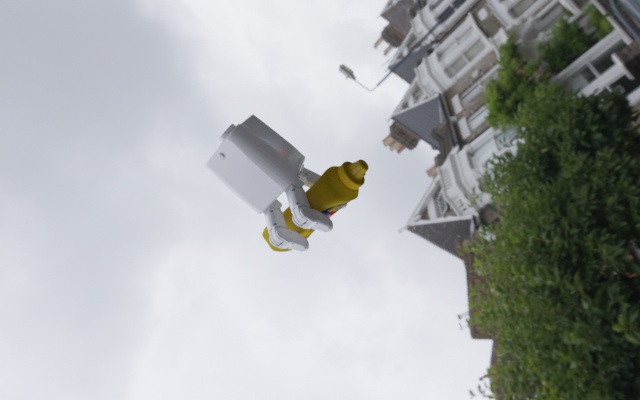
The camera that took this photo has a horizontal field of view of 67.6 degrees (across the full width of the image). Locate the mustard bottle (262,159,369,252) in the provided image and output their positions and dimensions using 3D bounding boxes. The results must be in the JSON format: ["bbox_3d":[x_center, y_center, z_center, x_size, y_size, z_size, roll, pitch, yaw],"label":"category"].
[{"bbox_3d":[0.000,0.003,0.700,0.192,0.058,0.096,-42,-12,35],"label":"mustard bottle"}]
